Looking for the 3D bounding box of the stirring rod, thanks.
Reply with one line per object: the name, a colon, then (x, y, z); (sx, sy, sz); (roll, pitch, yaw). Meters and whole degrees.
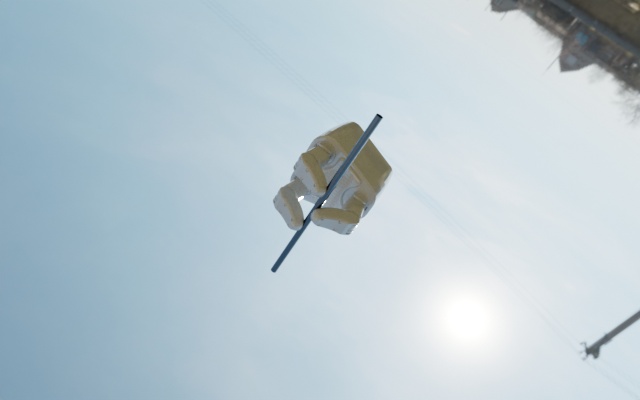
stirring rod: (0.000, 0.002, 0.533); (0.011, 0.240, 0.011); (24, 32, -17)
